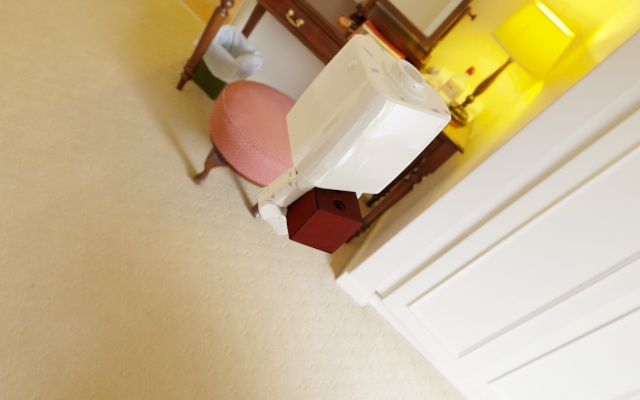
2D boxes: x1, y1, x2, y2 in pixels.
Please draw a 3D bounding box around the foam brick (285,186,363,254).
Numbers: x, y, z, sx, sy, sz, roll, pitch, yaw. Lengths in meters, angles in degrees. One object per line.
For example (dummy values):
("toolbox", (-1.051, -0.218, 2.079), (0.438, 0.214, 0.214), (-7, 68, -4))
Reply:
("foam brick", (0.000, 0.002, 0.464), (0.053, 0.078, 0.051), (20, -49, -31))
